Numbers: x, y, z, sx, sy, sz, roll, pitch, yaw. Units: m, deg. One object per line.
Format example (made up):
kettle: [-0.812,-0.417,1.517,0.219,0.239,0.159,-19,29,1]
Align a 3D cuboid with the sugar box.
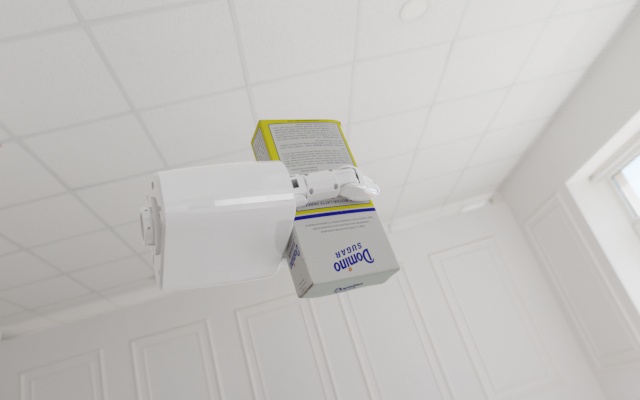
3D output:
sugar box: [0.000,0.002,0.463,0.093,0.176,0.048,-5,-27,-26]
